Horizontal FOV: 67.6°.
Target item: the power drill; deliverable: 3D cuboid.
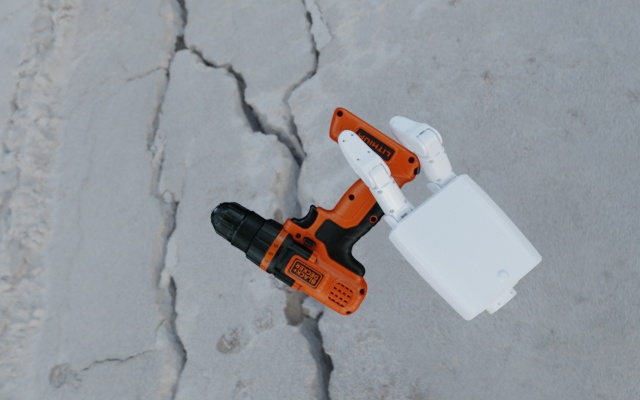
[{"bbox_3d":[0.001,0.001,0.498,0.184,0.187,0.057,32,8,0],"label":"power drill"}]
